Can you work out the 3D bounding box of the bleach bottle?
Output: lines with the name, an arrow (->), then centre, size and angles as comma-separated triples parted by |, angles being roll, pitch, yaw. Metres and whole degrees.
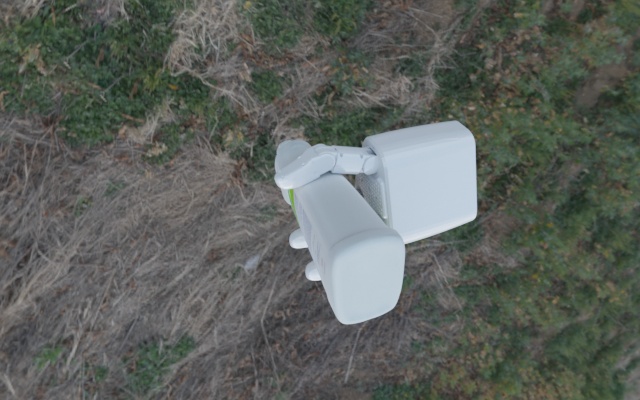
bleach bottle -> 0.000, 0.002, 0.495 | 0.068, 0.103, 0.250 | -14, 39, -14
